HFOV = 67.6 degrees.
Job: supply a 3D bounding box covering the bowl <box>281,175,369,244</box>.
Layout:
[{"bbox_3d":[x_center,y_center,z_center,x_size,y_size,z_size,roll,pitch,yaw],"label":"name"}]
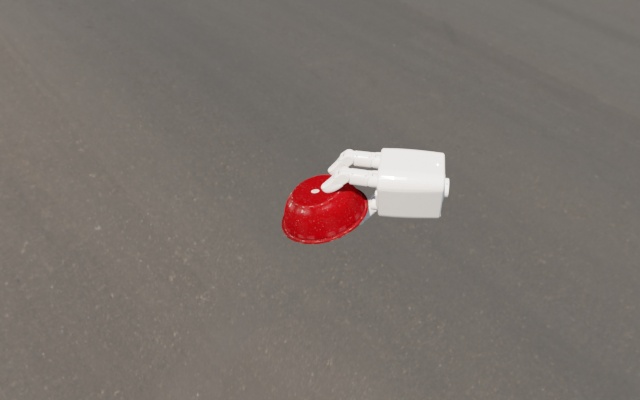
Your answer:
[{"bbox_3d":[-0.001,0.003,0.839,0.162,0.055,0.162,-13,35,10],"label":"bowl"}]
